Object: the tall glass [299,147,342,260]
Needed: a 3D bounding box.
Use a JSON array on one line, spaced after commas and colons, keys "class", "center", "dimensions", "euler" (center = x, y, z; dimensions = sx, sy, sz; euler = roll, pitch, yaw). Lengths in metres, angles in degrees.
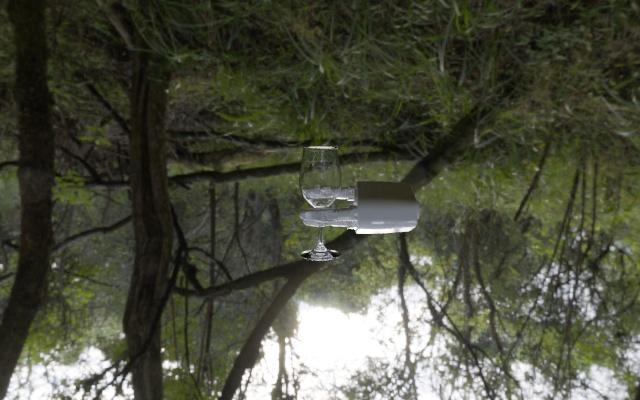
[{"class": "tall glass", "center": [0.000, 0.004, 0.871], "dimensions": [0.079, 0.201, 0.079], "euler": [0, 8, 0]}]
